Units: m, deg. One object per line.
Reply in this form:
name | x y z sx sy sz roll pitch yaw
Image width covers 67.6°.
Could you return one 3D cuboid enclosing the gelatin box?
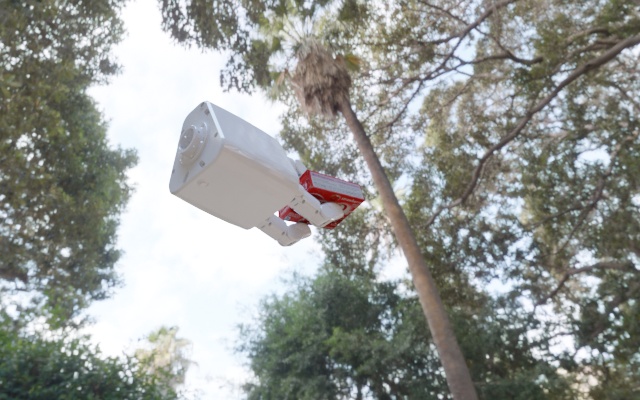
gelatin box | 0.000 0.002 0.612 0.089 0.030 0.073 13 -42 -35
